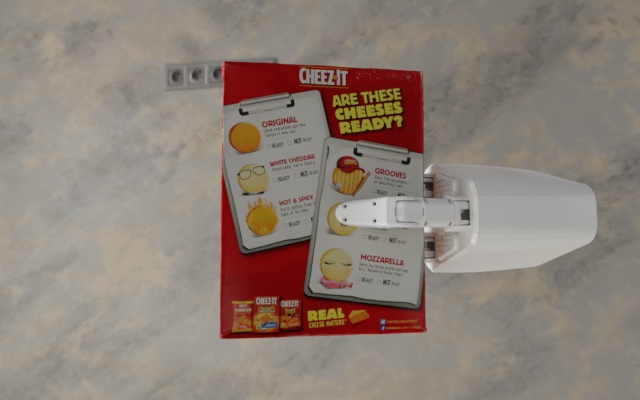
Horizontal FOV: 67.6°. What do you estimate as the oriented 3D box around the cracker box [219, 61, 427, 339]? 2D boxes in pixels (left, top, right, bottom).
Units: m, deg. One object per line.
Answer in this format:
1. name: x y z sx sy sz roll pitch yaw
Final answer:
1. cracker box: 0.000 0.001 0.402 0.164 0.213 0.072 0 -5 -9
